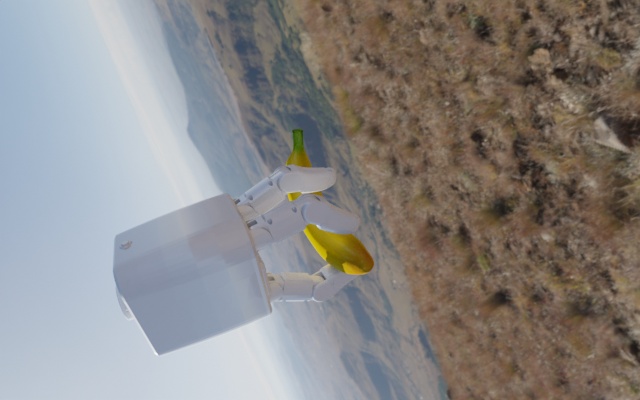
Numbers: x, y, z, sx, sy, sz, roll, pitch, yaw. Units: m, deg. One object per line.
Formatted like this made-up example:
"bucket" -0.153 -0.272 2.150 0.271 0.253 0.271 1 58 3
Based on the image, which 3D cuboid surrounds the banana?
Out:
"banana" -0.001 0.012 0.485 0.037 0.197 0.070 -16 -41 -16
